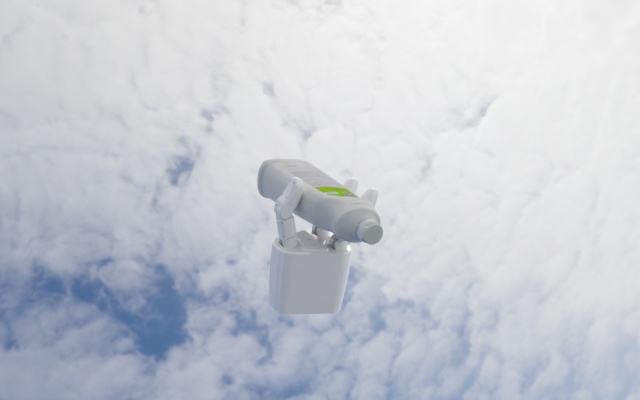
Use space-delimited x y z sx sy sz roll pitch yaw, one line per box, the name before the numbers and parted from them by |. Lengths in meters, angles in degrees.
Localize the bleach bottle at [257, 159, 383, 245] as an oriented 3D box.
bleach bottle | 0.000 0.002 0.699 0.102 0.068 0.250 -3 21 -30
